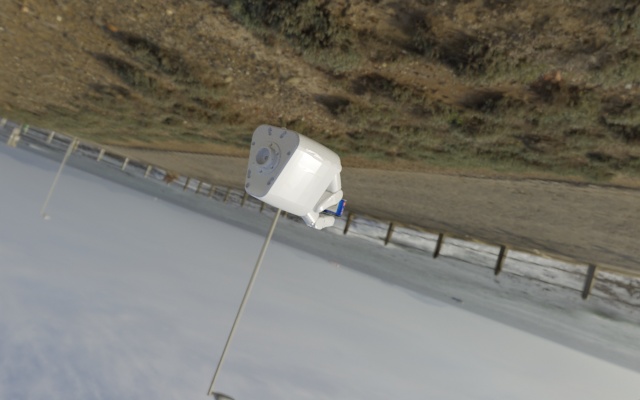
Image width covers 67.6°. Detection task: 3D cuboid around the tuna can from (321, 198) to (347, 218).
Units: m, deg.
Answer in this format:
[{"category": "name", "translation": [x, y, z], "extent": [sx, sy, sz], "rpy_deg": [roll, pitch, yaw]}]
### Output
[{"category": "tuna can", "translation": [0.000, 0.003, 0.833], "extent": [0.086, 0.034, 0.086], "rpy_deg": [17, -2, 1]}]
